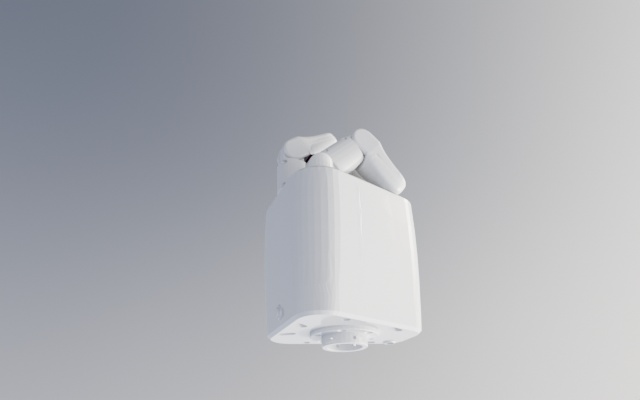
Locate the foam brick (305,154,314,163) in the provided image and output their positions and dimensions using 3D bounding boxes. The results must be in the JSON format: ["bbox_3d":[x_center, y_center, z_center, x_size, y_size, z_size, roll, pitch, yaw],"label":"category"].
[{"bbox_3d":[0.000,0.002,0.444,0.053,0.051,0.078,9,-30,-21],"label":"foam brick"}]
